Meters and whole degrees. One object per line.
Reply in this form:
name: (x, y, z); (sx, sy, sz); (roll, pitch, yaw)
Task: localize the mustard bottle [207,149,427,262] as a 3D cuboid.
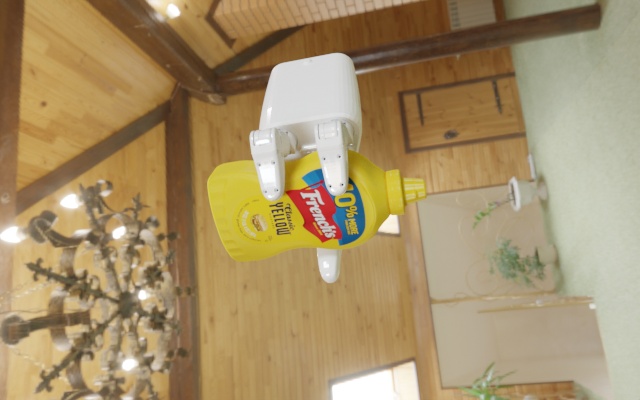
mustard bottle: (0.000, 0.002, 0.441); (0.191, 0.096, 0.058); (-8, 25, 10)
